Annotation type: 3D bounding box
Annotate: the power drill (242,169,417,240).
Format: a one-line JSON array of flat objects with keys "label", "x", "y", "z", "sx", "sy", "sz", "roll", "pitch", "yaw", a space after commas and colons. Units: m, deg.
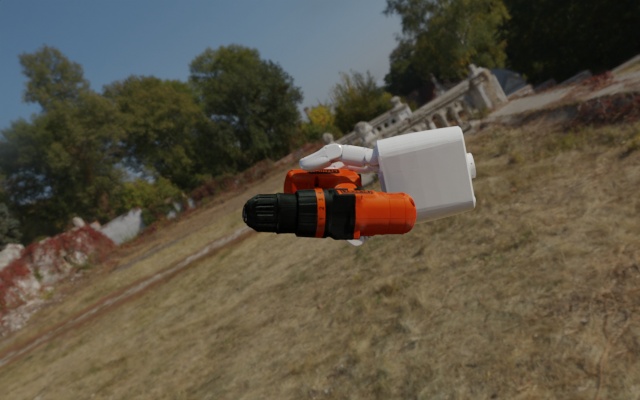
[{"label": "power drill", "x": 0.000, "y": 0.002, "z": 0.571, "sx": 0.184, "sy": 0.057, "sz": 0.187, "roll": 2, "pitch": 12, "yaw": -10}]
